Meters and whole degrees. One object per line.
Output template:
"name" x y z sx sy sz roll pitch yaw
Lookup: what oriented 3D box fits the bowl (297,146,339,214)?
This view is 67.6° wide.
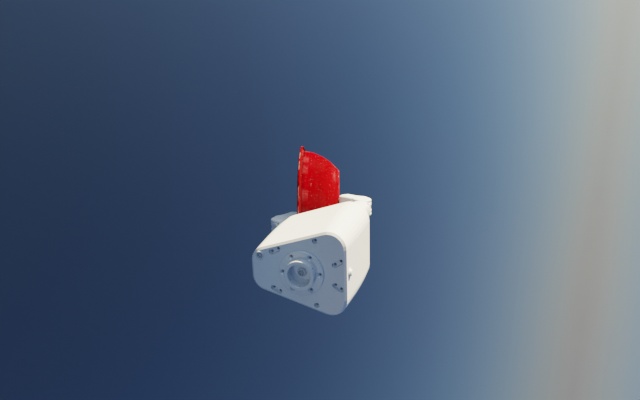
"bowl" 0.001 0.002 0.692 0.055 0.162 0.162 -1 0 2
